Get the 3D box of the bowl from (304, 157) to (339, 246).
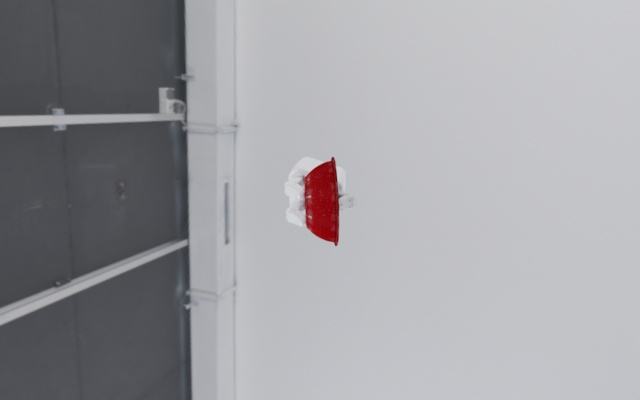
[{"bbox_3d":[0.000,0.003,0.857,0.055,0.162,0.162,-2,0,-3],"label":"bowl"}]
